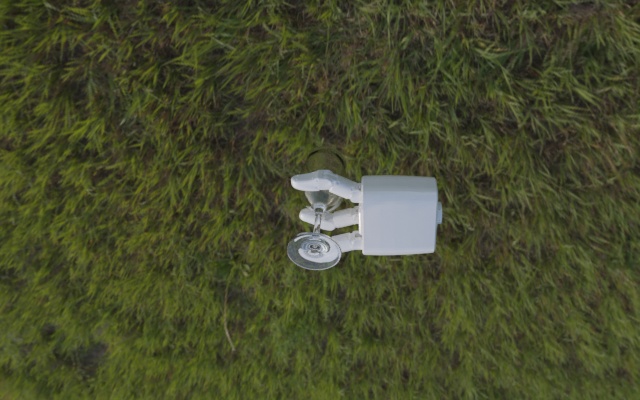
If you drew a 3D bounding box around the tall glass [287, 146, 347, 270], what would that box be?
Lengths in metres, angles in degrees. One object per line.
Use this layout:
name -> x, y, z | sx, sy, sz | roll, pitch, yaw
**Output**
tall glass -> 0.000, 0.003, 0.712 | 0.079, 0.079, 0.200 | 0, 43, 6
